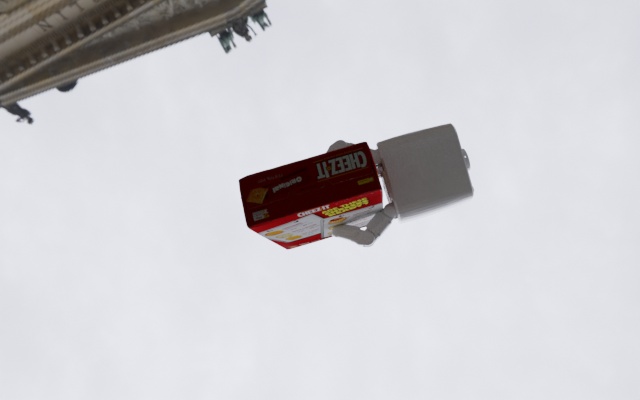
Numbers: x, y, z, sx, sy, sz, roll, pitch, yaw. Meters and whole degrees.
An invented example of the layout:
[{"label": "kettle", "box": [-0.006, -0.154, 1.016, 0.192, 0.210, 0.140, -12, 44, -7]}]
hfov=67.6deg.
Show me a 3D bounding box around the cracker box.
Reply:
[{"label": "cracker box", "box": [0.000, 0.002, 0.654, 0.164, 0.072, 0.214, -17, -15, 5]}]
